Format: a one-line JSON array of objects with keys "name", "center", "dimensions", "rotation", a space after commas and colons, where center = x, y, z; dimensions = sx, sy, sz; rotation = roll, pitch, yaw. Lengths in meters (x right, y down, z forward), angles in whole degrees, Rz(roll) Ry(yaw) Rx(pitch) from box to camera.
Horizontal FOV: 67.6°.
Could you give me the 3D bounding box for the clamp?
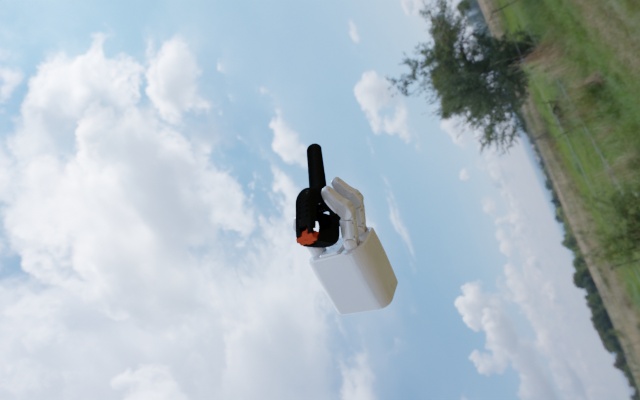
[{"name": "clamp", "center": [-0.001, 0.003, 0.735], "dimensions": [0.036, 0.164, 0.210], "rotation": [-25, 9, 23]}]
